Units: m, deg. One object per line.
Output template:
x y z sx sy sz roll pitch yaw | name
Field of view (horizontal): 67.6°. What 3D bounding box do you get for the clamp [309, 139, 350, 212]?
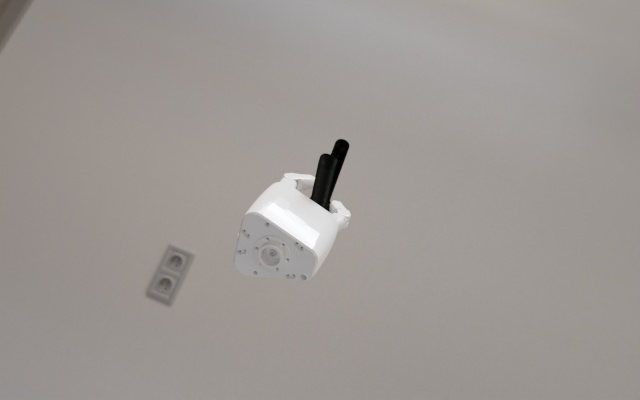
0.001 0.003 0.757 0.036 0.210 0.164 20 24 6 | clamp
